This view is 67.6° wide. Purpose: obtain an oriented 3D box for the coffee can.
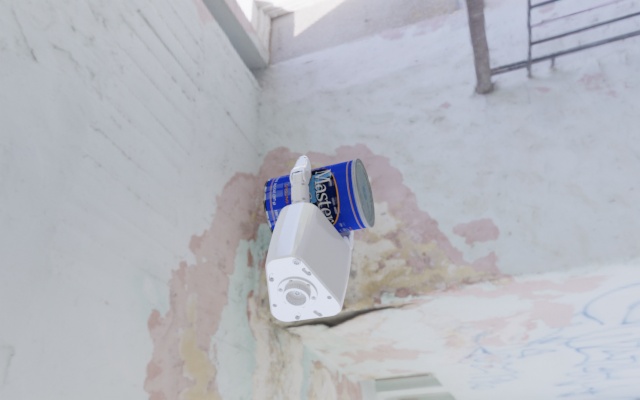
[{"bbox_3d":[0.000,0.002,0.709,0.140,0.103,0.103,-12,-3,16],"label":"coffee can"}]
